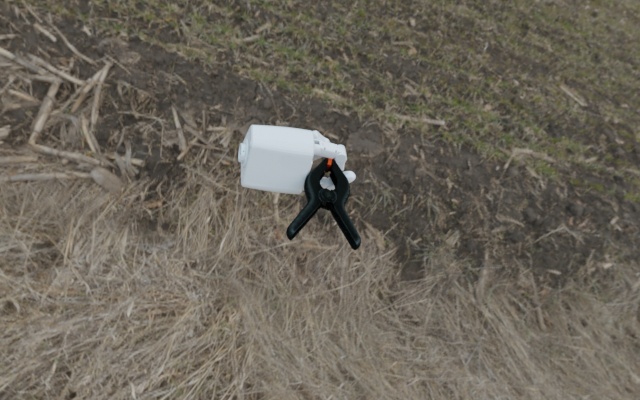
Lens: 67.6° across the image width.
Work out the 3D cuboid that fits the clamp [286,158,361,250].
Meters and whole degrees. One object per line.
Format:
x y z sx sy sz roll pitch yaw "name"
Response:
0.000 0.002 0.793 0.120 0.171 0.039 5 -34 -18 "clamp"
